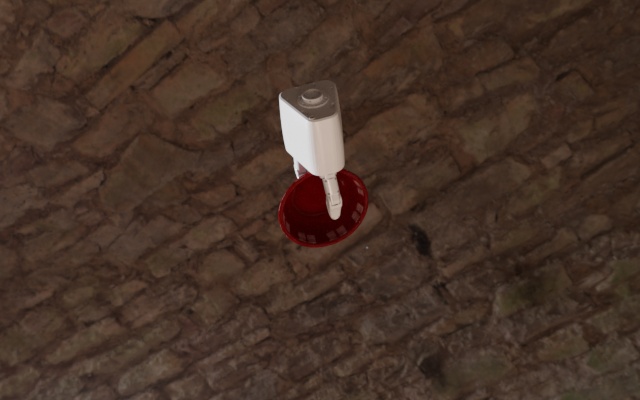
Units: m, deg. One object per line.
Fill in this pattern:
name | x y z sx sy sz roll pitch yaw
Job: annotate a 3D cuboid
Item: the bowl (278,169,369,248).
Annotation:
bowl | 0.000 0.004 0.840 0.162 0.162 0.055 0 31 -19
